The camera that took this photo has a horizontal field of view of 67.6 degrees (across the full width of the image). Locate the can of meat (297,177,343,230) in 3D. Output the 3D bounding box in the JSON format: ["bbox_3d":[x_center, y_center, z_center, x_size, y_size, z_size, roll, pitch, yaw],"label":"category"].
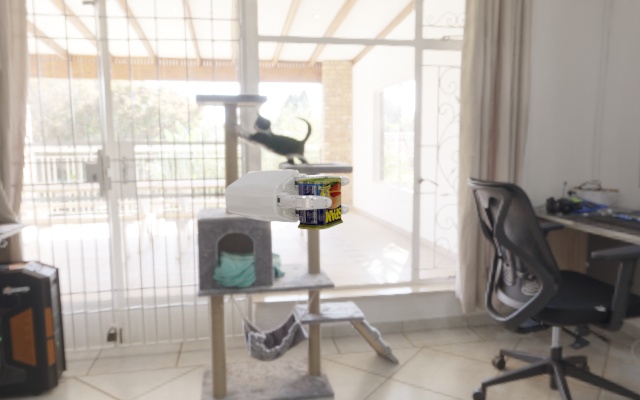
[{"bbox_3d":[0.000,0.002,0.847,0.057,0.084,0.102,2,7,26],"label":"can of meat"}]
